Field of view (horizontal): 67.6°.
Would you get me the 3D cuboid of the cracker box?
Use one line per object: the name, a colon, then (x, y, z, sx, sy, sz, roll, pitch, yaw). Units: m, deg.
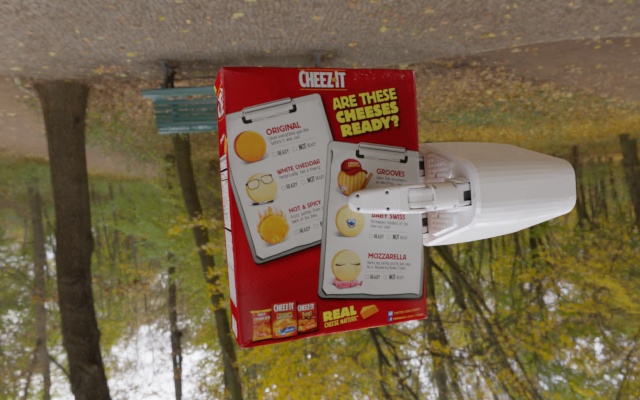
cracker box: (0.000, 0.002, 0.409, 0.164, 0.213, 0.072, -4, 1, -19)
